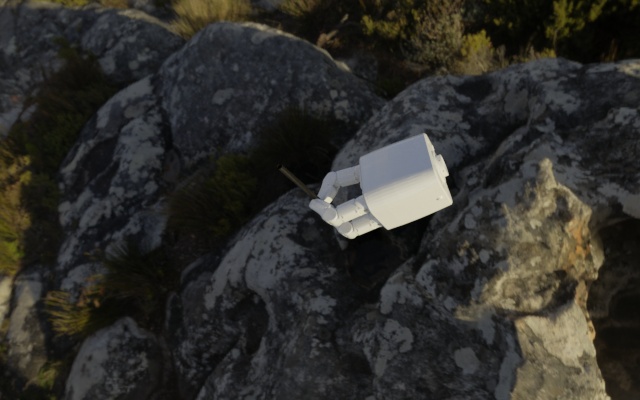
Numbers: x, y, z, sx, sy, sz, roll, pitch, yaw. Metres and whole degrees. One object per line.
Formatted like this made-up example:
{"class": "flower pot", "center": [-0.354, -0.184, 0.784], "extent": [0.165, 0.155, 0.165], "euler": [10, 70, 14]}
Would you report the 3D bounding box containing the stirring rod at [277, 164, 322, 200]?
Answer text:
{"class": "stirring rod", "center": [0.000, 0.002, 0.735], "extent": [0.011, 0.011, 0.240], "euler": [0, -23, 30]}
